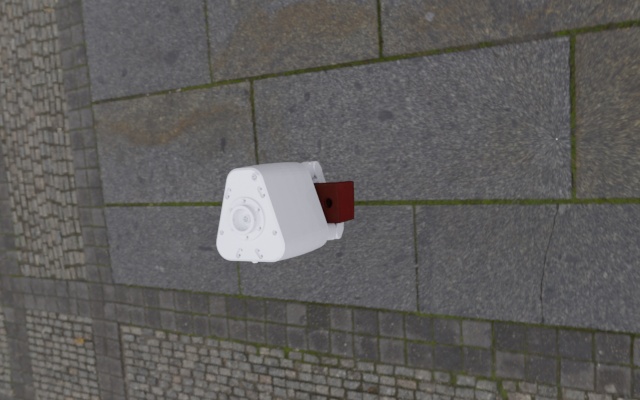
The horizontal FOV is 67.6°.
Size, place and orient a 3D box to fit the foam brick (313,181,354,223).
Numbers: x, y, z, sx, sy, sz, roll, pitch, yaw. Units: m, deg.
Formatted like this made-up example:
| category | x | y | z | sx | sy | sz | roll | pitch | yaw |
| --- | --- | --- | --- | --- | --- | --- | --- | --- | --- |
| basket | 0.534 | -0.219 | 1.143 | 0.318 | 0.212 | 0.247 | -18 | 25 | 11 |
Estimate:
| category | x | y | z | sx | sy | sz | roll | pitch | yaw |
| --- | --- | --- | --- | --- | --- | --- | --- | --- | --- |
| foam brick | 0.000 | 0.002 | 0.632 | 0.078 | 0.053 | 0.051 | -2 | 3 | 27 |
